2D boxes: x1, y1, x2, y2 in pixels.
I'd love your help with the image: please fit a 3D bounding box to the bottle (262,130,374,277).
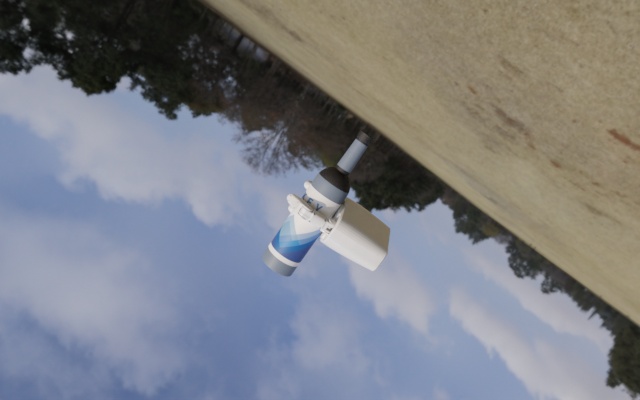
[{"bbox_3d":[0.000,0.003,0.863,0.069,0.296,0.069,33,12,-8],"label":"bottle"}]
